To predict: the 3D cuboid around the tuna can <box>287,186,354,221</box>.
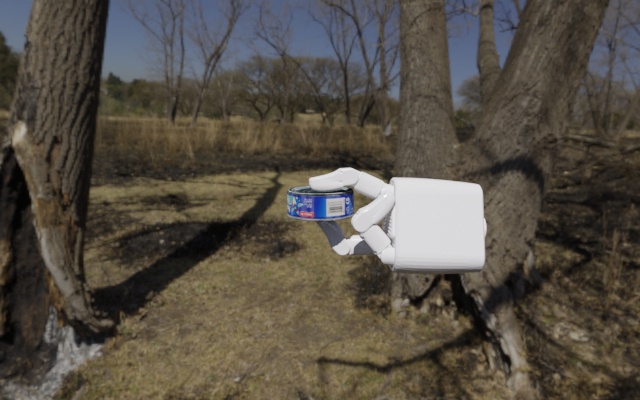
[{"bbox_3d":[0.000,0.001,0.607,0.086,0.034,0.086,-1,9,0],"label":"tuna can"}]
